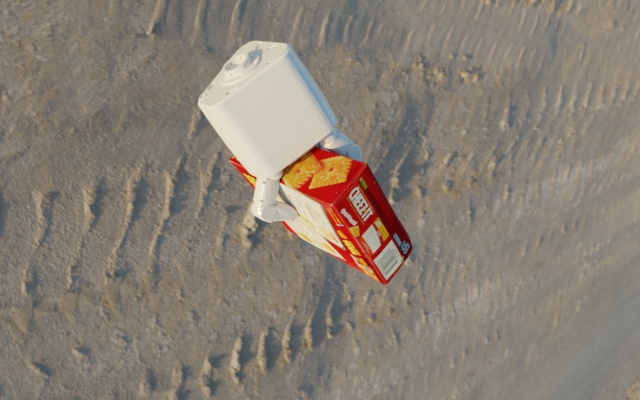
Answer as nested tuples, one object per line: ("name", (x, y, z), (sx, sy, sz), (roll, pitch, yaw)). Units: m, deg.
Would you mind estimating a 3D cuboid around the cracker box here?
("cracker box", (0.000, 0.002, 0.621), (0.213, 0.072, 0.164), (25, -22, 46))
